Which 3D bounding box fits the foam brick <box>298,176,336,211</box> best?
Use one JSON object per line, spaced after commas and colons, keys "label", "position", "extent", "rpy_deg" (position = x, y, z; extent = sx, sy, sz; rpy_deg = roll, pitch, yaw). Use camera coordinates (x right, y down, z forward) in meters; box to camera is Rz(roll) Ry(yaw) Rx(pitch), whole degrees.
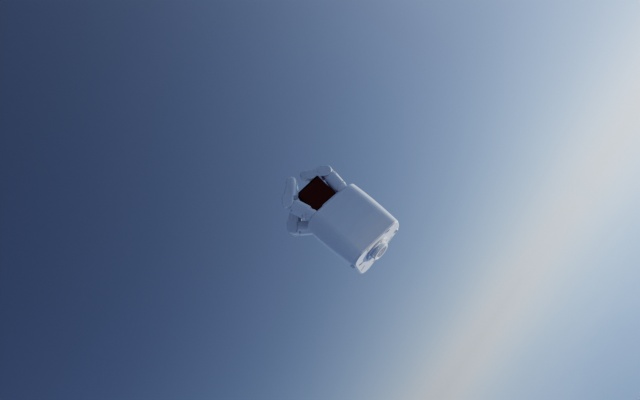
{"label": "foam brick", "position": [0.000, 0.003, 0.851], "extent": [0.051, 0.053, 0.078], "rpy_deg": [44, -5, 24]}
